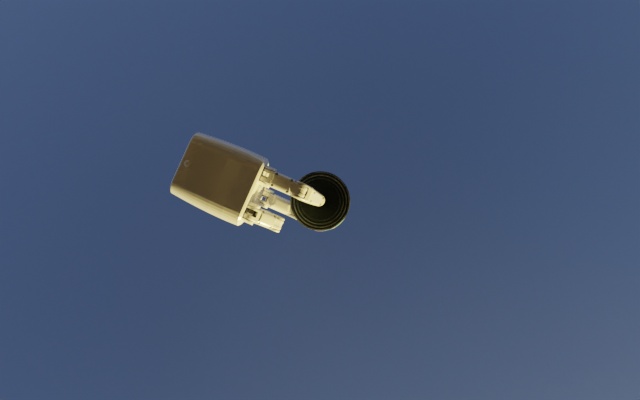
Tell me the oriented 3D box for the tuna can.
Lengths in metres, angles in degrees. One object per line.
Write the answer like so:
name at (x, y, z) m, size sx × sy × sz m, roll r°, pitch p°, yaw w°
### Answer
tuna can at (0.000, 0.002, 0.697) m, size 0.086 × 0.086 × 0.034 m, roll 0°, pitch -7°, yaw 2°
